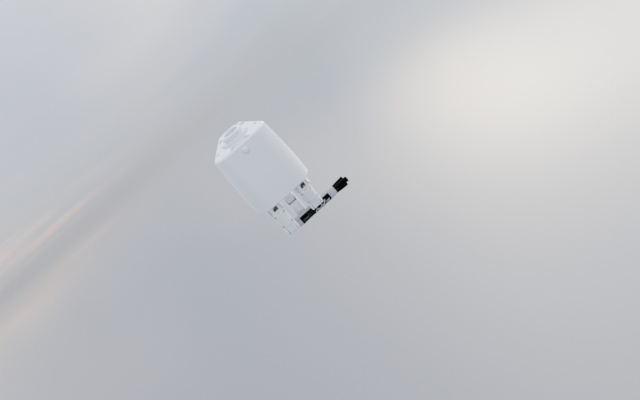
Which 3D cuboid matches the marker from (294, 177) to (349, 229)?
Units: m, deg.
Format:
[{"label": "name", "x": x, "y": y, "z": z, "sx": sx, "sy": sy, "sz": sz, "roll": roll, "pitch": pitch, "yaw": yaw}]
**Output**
[{"label": "marker", "x": 0.000, "y": 0.003, "z": 0.808, "sx": 0.121, "sy": 0.020, "sz": 0.020, "roll": -42, "pitch": 3, "yaw": -3}]
